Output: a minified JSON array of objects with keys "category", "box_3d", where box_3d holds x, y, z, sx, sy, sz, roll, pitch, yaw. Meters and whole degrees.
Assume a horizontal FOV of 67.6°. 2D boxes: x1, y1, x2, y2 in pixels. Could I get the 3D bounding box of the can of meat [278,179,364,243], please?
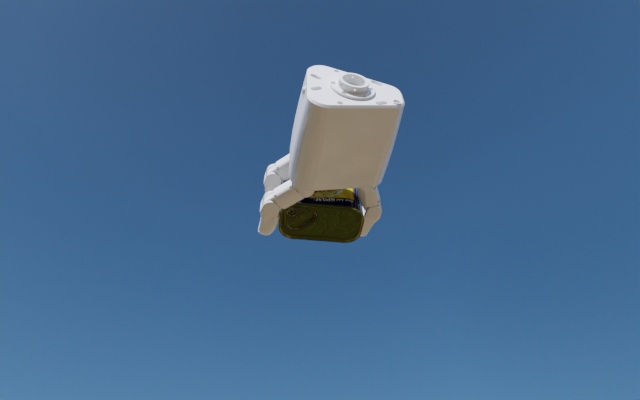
[{"category":"can of meat","box_3d":[0.000,0.002,0.604,0.102,0.057,0.083,5,40,-5]}]
